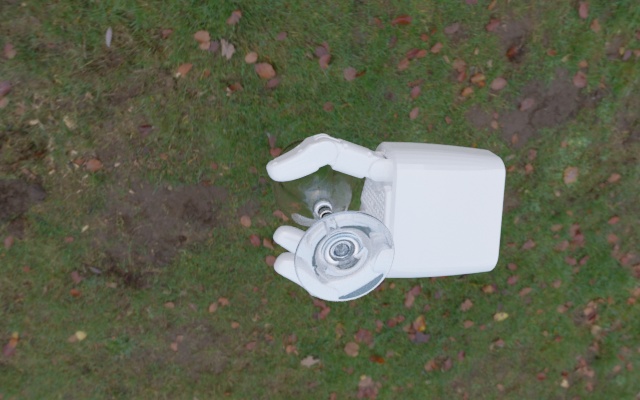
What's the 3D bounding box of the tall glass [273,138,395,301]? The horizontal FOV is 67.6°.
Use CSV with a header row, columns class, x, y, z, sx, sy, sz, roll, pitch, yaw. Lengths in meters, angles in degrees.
class,x,y,z,sx,sy,sz,roll,pitch,yaw
tall glass,0.000,0.002,0.430,0.079,0.079,0.201,0,24,-12
